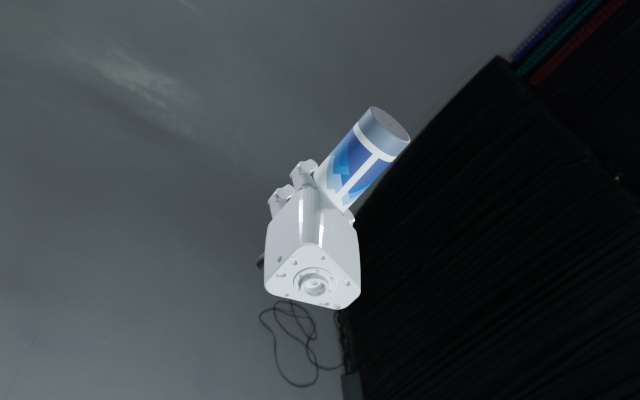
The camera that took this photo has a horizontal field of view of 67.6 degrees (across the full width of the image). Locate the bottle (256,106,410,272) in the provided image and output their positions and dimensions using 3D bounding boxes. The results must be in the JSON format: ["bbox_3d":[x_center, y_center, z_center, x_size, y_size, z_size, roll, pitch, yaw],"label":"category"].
[{"bbox_3d":[0.000,0.002,0.664,0.069,0.069,0.296,0,-42,-53],"label":"bottle"}]
